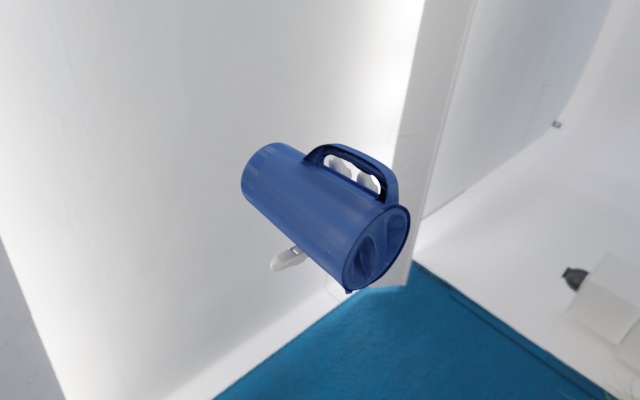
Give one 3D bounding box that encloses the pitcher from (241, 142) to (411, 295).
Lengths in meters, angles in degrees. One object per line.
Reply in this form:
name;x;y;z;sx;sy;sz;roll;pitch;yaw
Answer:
pitcher;0.000;0.002;0.677;0.242;0.149;0.145;35;-13;33
